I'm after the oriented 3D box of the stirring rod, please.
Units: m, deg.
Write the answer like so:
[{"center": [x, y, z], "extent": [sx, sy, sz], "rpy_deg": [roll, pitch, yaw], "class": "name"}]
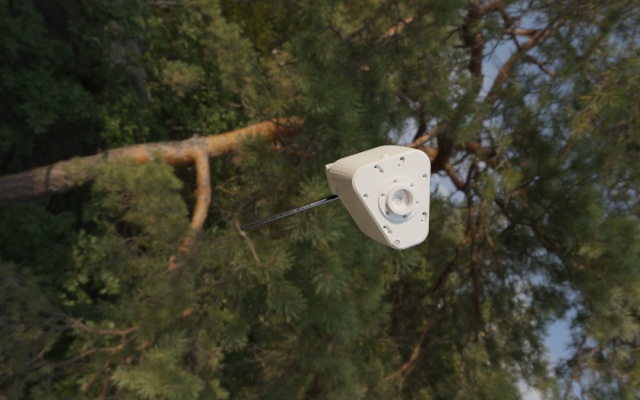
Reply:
[{"center": [0.000, 0.002, 0.688], "extent": [0.239, 0.011, 0.011], "rpy_deg": [-18, 3, -9], "class": "stirring rod"}]
